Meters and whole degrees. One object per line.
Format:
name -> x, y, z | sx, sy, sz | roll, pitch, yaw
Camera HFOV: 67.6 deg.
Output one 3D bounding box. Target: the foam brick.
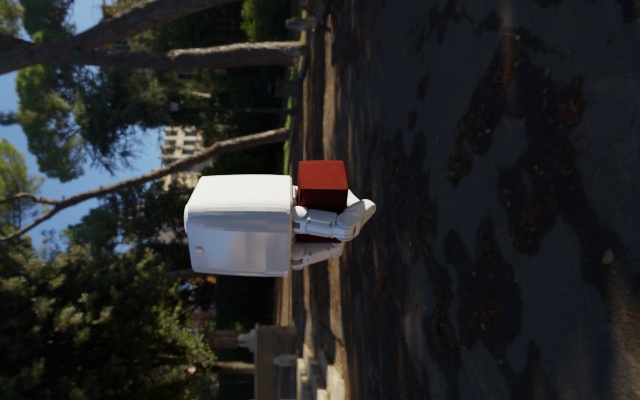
foam brick -> 0.000, 0.001, 0.523 | 0.051, 0.078, 0.053 | 2, 38, -4
